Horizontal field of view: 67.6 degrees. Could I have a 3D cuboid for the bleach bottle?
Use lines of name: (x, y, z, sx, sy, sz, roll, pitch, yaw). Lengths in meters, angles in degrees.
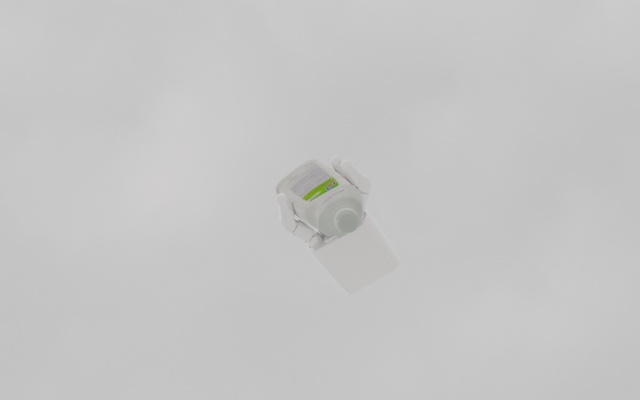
bleach bottle: (0.000, 0.002, 0.725, 0.102, 0.068, 0.250, -39, 20, -1)
